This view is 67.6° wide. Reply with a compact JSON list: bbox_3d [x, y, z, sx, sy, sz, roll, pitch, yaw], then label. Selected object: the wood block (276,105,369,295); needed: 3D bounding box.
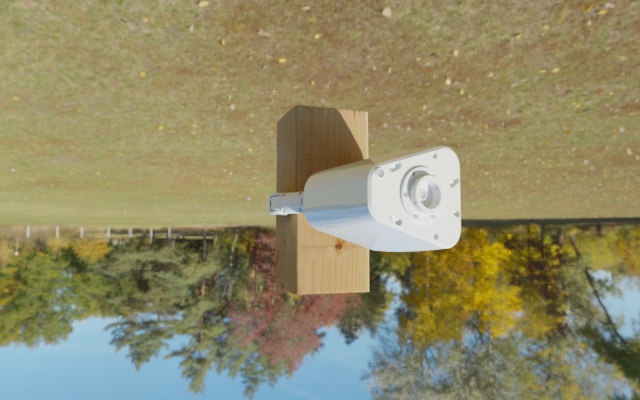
[{"bbox_3d":[0.000,0.002,0.568,0.091,0.206,0.090,2,-5,-20],"label":"wood block"}]
